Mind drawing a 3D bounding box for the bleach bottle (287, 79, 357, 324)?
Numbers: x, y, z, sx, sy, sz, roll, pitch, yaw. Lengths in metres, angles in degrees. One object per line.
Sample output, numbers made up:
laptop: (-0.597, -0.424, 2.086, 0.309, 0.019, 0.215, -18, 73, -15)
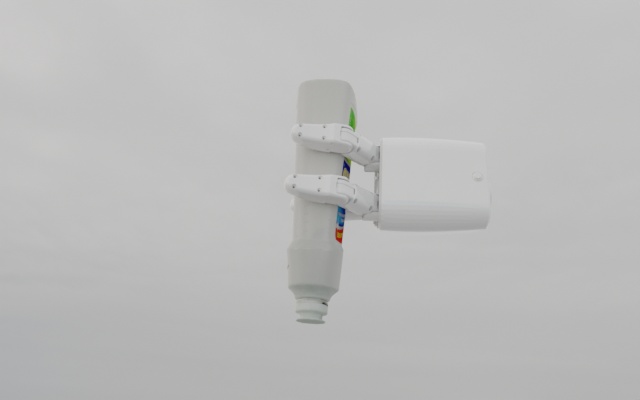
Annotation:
bleach bottle: (0.000, 0.002, 0.502, 0.068, 0.250, 0.103, 1, -23, 7)
